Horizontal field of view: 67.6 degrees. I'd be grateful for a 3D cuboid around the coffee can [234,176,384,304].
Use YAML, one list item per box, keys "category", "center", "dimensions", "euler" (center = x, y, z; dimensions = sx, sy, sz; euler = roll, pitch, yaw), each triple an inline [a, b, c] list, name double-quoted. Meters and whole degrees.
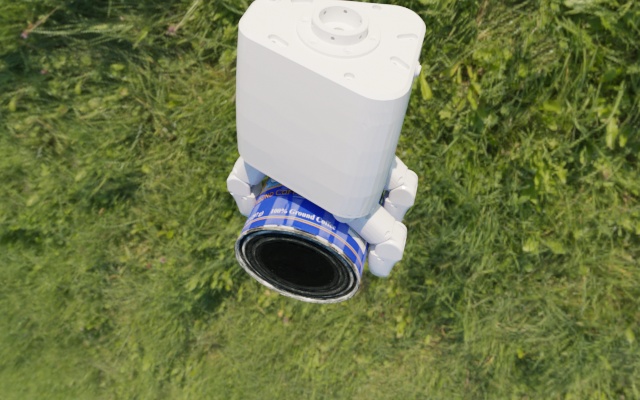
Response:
- category: "coffee can"
  center: [0.000, 0.001, 0.412]
  dimensions: [0.103, 0.140, 0.103]
  euler: [13, -38, 10]
